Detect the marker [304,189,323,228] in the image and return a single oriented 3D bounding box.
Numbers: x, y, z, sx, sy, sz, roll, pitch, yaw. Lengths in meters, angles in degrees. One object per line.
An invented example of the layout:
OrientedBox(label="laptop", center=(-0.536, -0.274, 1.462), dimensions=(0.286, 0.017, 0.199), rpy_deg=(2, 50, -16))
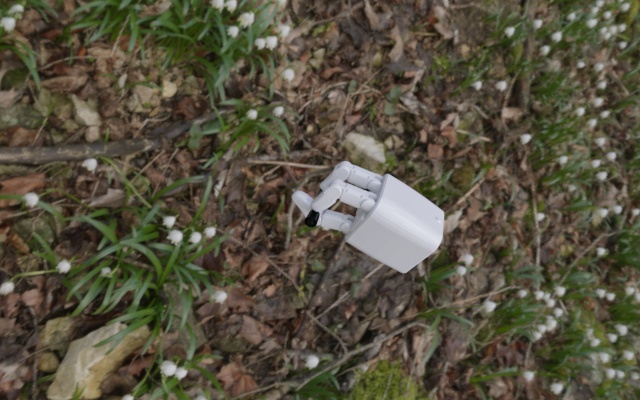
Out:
OrientedBox(label="marker", center=(0.000, 0.002, 0.718), dimensions=(0.020, 0.020, 0.121), rpy_deg=(0, 32, 17))
